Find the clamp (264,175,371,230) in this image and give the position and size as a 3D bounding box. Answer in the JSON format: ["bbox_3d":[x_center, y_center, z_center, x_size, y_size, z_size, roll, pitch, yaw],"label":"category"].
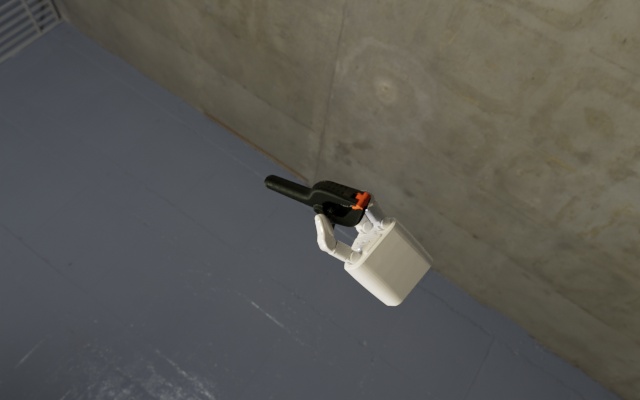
[{"bbox_3d":[0.000,0.003,0.777,0.164,0.036,0.210,42,-25,-16],"label":"clamp"}]
